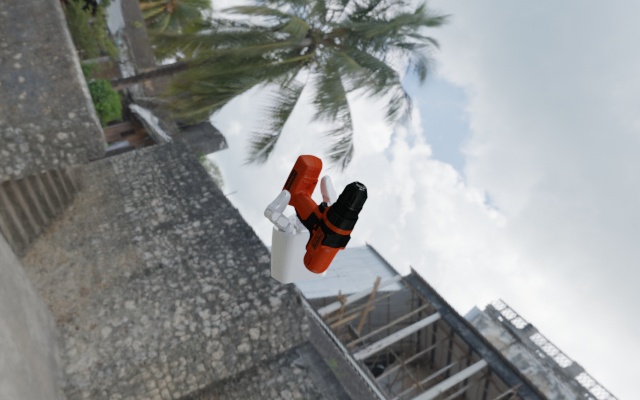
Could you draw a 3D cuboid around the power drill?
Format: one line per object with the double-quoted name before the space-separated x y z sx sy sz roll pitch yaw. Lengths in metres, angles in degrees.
"power drill" 0.000 0.003 0.820 0.057 0.184 0.187 10 34 -32
